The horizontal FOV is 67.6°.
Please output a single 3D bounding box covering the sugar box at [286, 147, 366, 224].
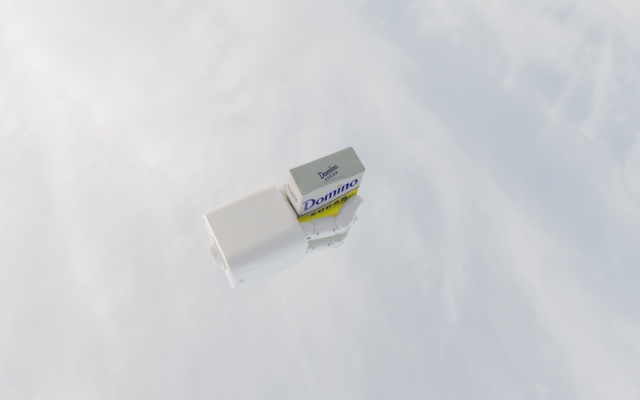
[{"bbox_3d":[0.000,0.003,0.669,0.093,0.048,0.176,-22,-21,-17],"label":"sugar box"}]
